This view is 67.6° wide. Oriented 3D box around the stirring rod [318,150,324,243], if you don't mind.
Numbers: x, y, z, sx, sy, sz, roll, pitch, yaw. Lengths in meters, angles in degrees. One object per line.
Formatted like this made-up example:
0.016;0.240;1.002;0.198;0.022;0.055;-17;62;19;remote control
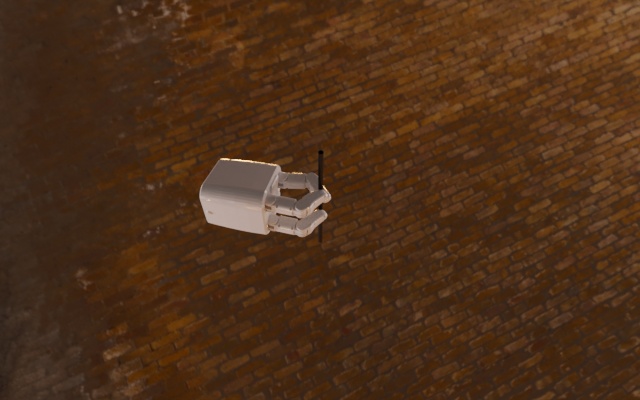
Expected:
0.000;0.002;0.787;0.011;0.011;0.240;0;-37;0;stirring rod
